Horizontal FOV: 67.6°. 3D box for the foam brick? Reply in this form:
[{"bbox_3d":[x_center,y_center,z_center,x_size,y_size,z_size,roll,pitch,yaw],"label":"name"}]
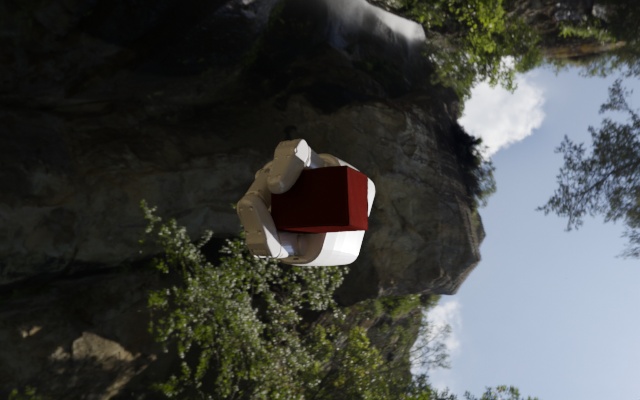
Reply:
[{"bbox_3d":[0.000,0.001,0.434,0.078,0.053,0.051,-4,-11,27],"label":"foam brick"}]
